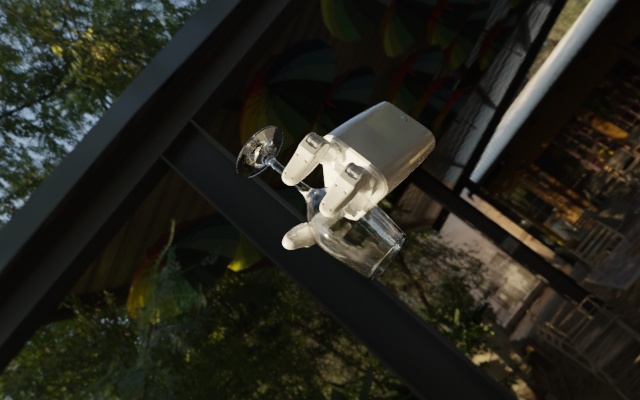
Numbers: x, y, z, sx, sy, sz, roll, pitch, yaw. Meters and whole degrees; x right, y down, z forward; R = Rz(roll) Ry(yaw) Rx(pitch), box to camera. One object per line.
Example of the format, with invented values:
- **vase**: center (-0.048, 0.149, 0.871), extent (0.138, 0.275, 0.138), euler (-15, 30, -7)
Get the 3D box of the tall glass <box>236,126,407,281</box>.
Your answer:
- **tall glass**: center (-0.001, 0.001, 0.536), extent (0.201, 0.079, 0.079), euler (40, 16, 20)
